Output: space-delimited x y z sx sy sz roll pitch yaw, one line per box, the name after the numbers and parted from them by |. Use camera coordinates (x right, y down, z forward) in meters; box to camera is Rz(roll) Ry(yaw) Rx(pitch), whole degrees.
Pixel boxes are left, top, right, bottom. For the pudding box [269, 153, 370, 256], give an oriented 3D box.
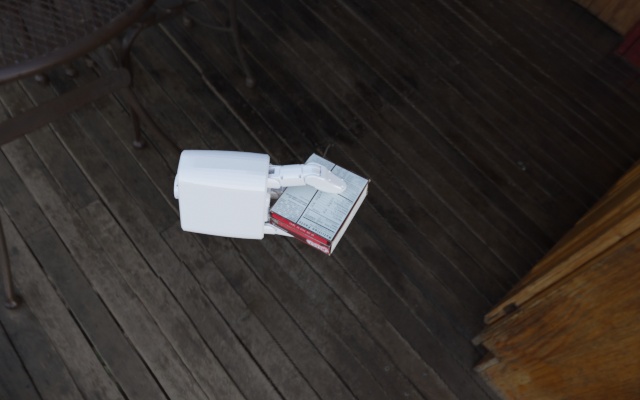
0.000 0.002 0.614 0.090 0.113 0.039 27 -30 11 | pudding box
